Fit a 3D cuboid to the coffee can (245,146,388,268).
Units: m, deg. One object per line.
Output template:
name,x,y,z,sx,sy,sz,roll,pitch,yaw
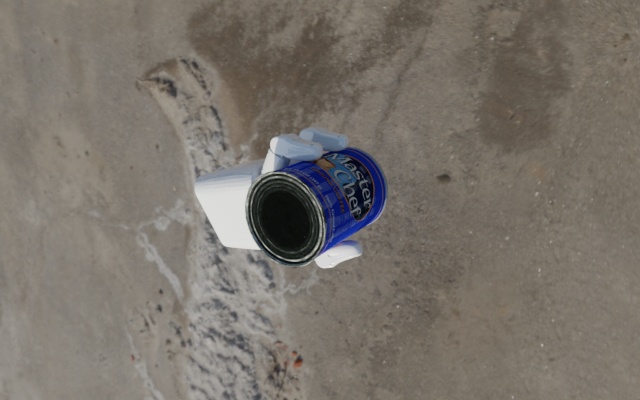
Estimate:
coffee can,0.000,0.002,0.537,0.103,0.103,0.140,0,15,34
